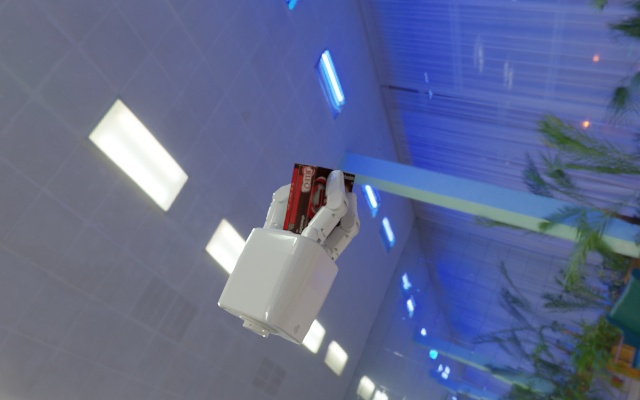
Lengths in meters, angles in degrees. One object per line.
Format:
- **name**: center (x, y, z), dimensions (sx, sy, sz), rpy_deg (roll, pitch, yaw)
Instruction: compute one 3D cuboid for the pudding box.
- **pudding box**: center (0.000, 0.002, 0.622), dimensions (0.039, 0.090, 0.113), rpy_deg (13, 4, 26)
